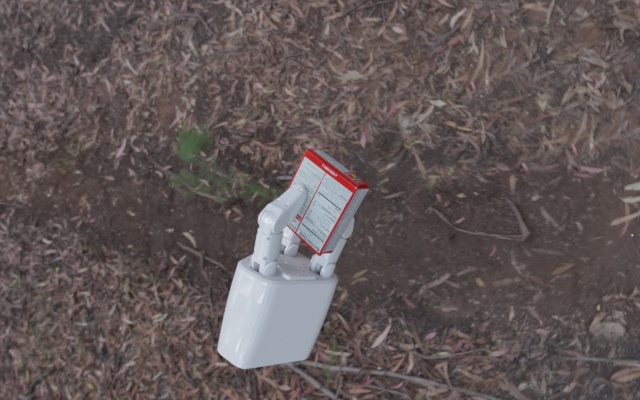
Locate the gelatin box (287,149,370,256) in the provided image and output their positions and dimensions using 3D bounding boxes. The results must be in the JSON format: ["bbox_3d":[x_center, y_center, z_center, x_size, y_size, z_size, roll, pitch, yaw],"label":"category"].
[{"bbox_3d":[0.000,0.001,0.503,0.073,0.089,0.030,39,25,27],"label":"gelatin box"}]
